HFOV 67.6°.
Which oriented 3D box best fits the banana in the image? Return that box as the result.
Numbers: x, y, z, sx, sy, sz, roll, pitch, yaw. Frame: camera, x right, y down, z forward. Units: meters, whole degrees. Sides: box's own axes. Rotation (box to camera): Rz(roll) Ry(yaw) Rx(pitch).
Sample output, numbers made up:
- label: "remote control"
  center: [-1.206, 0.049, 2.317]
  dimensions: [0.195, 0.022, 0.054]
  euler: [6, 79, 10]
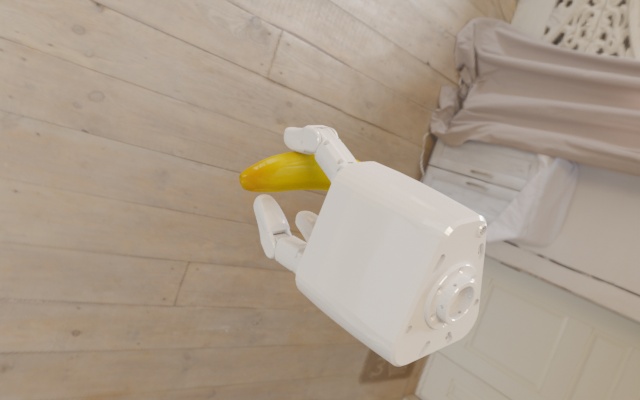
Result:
- label: "banana"
  center: [0.011, -0.014, 0.467]
  dimensions: [0.198, 0.069, 0.037]
  euler: [23, 9, -46]
